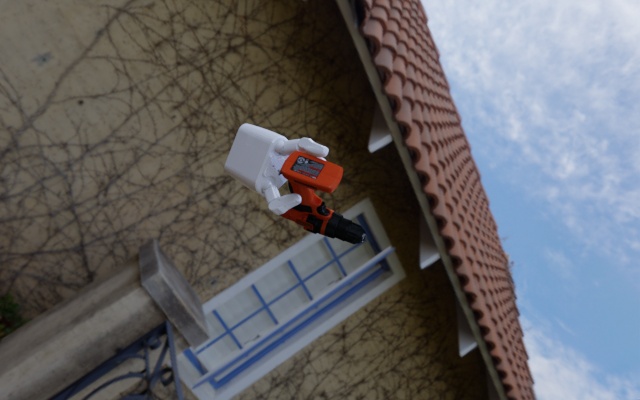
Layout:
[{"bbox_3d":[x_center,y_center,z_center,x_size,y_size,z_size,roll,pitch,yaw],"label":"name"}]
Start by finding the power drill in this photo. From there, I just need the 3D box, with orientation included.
[{"bbox_3d":[0.000,0.002,0.876,0.184,0.057,0.188,20,-32,13],"label":"power drill"}]
